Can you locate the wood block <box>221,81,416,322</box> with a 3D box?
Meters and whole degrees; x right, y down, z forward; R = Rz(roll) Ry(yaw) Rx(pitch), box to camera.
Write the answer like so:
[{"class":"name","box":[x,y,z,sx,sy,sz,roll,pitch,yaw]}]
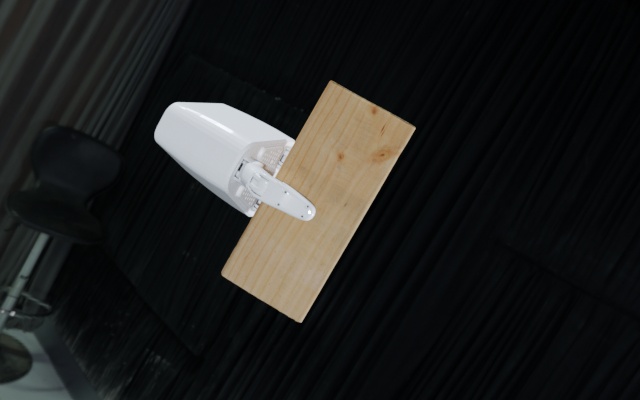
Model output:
[{"class":"wood block","box":[0.000,0.001,0.474,0.090,0.206,0.091,30,5,5]}]
